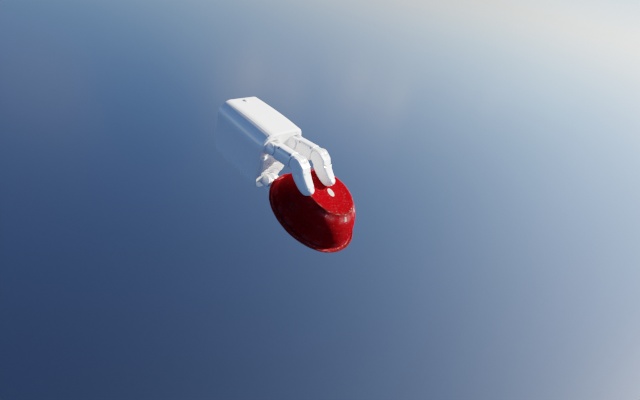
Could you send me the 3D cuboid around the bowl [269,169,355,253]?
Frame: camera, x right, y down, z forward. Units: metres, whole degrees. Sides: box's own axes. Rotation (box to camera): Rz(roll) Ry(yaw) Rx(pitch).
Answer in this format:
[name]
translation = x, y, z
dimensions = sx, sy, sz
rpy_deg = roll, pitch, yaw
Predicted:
[bowl]
translation = 0.001, 0.003, 0.768
dimensions = 0.162, 0.162, 0.055
rpy_deg = 0, -37, -43
